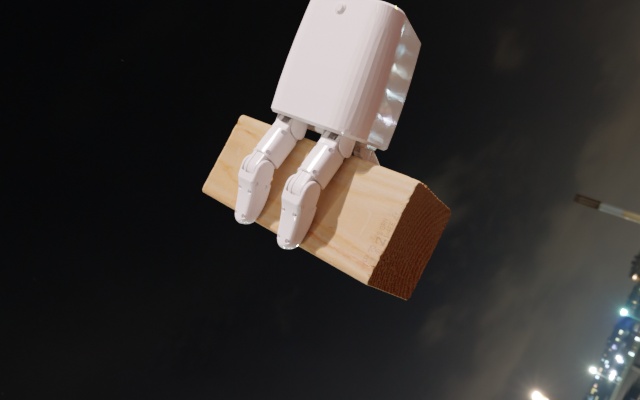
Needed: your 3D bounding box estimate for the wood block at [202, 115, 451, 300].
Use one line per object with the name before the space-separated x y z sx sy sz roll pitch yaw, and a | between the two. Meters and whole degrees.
wood block | 0.000 0.001 0.446 0.206 0.090 0.091 25 -3 36
